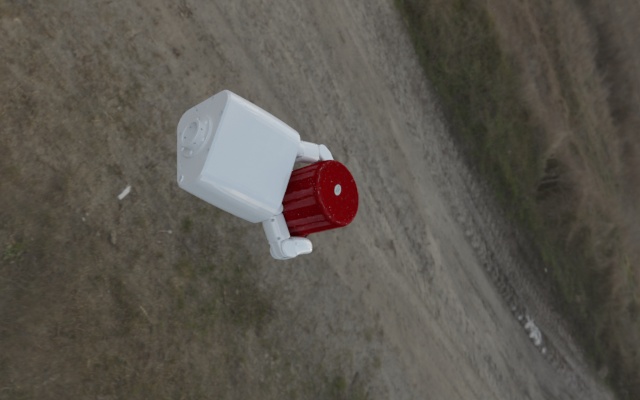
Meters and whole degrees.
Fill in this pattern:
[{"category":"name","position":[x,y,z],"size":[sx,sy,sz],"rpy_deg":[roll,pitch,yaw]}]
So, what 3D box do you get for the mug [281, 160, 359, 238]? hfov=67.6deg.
[{"category":"mug","position":[0.001,0.002,0.590],"size":[0.081,0.093,0.117],"rpy_deg":[-15,-28,39]}]
